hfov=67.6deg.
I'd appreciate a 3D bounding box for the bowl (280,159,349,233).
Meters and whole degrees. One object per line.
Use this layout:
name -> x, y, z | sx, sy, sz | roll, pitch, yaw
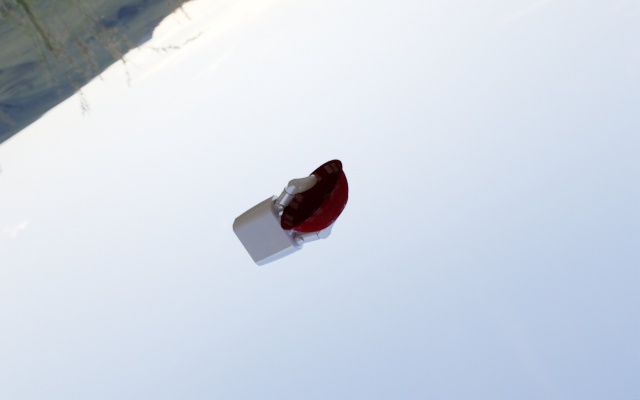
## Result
bowl -> 0.001, 0.003, 0.869 | 0.055, 0.162, 0.162 | 40, -17, -21
